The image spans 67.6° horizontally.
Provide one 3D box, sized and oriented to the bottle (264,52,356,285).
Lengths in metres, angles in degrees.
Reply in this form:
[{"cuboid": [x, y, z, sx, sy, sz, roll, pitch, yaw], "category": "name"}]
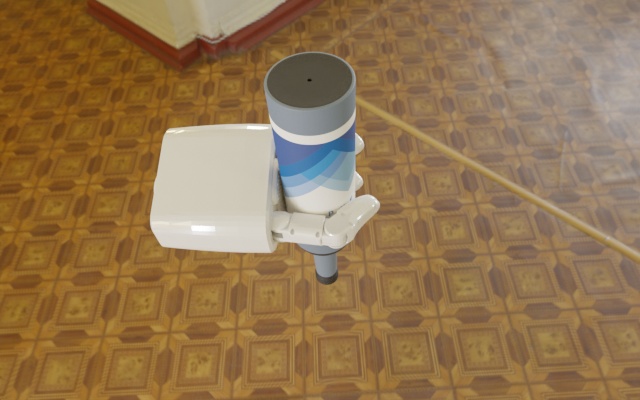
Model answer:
[{"cuboid": [0.000, 0.001, 0.460, 0.069, 0.069, 0.296, 0, -37, 4], "category": "bottle"}]
